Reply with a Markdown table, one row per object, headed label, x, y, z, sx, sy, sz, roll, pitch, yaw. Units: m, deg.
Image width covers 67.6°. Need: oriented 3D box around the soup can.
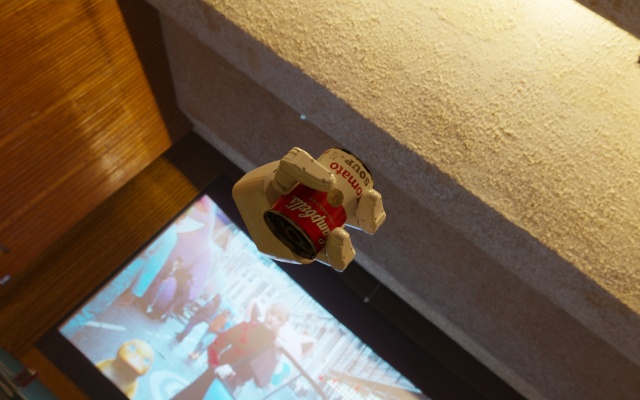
| label | x | y | z | sx | sy | sz | roll | pitch | yaw |
| --- | --- | --- | --- | --- | --- | --- | --- | --- | --- |
| soup can | 0.000 | 0.001 | 0.493 | 0.102 | 0.068 | 0.068 | -47 | 23 | -24 |
